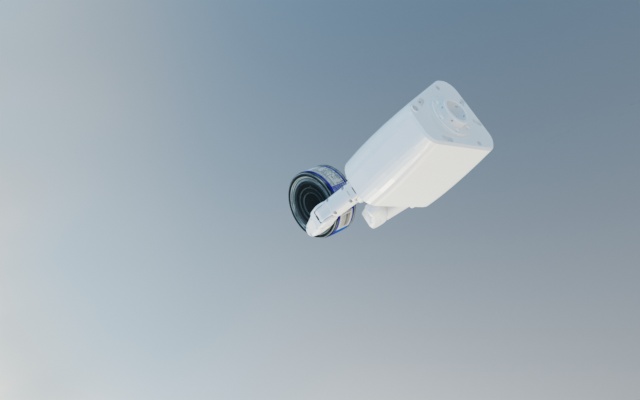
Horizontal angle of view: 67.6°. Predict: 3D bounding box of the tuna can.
[{"bbox_3d":[0.000,0.002,0.581,0.033,0.086,0.086,-23,15,-41],"label":"tuna can"}]
